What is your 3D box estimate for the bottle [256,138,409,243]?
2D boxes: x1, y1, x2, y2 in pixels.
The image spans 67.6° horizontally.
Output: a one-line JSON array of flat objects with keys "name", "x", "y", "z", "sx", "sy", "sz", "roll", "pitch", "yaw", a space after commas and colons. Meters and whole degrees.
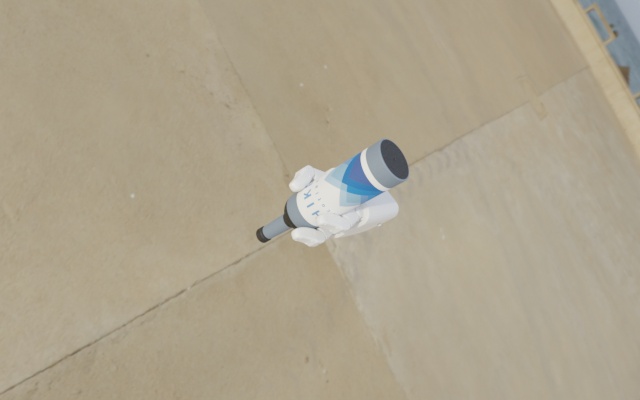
[{"name": "bottle", "x": 0.000, "y": 0.002, "z": 0.746, "sx": 0.296, "sy": 0.069, "sz": 0.069, "roll": -30, "pitch": -19, "yaw": 37}]
